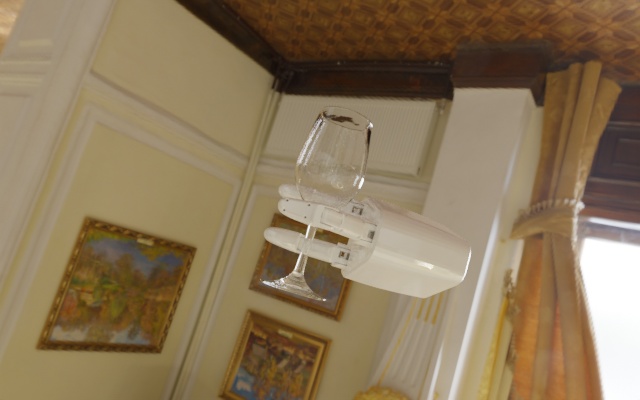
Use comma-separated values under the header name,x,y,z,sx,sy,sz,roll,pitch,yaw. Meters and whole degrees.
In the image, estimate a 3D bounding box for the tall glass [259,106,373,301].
name,x,y,z,sx,sy,sz,roll,pitch,yaw
tall glass,0.000,0.002,0.520,0.079,0.201,0.079,17,-8,3
